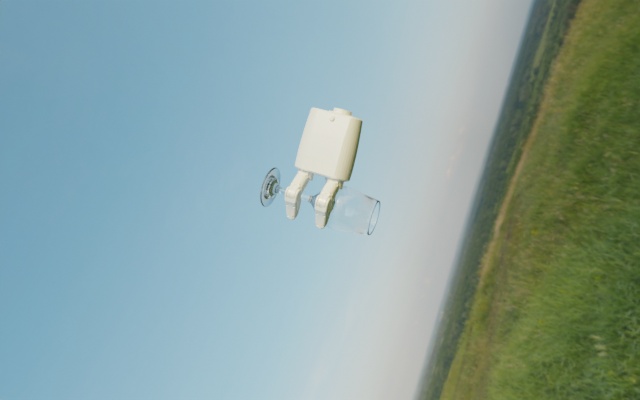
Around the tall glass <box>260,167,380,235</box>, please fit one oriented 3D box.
[{"bbox_3d":[-0.001,0.003,0.835,0.201,0.079,0.079,17,5,17],"label":"tall glass"}]
